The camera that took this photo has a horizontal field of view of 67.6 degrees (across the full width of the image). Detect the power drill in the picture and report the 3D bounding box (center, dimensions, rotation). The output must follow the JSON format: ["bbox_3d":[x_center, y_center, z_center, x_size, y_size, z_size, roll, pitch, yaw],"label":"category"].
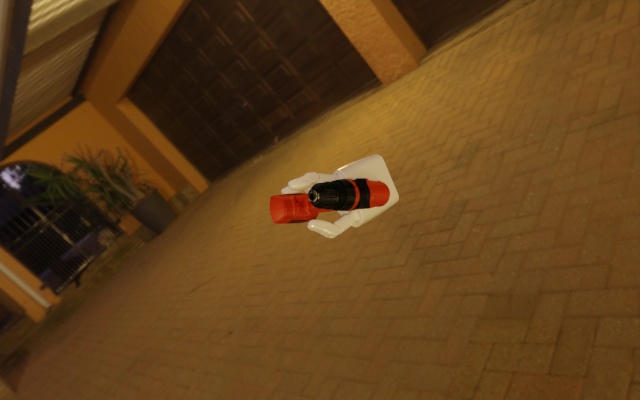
[{"bbox_3d":[0.000,0.003,0.822,0.187,0.057,0.184,-11,-7,42],"label":"power drill"}]
